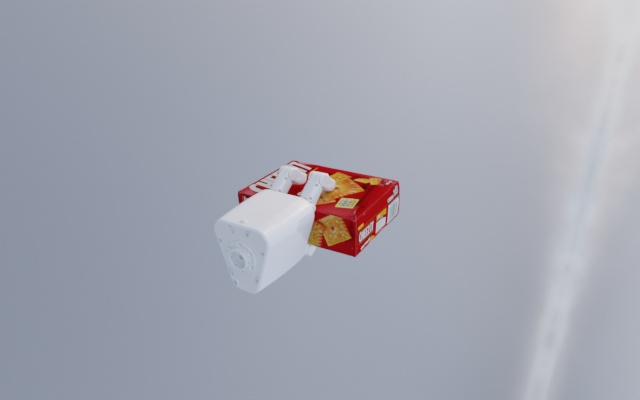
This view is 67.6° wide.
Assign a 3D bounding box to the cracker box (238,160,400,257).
[{"bbox_3d":[0.000,0.003,0.777,0.213,0.072,0.164,14,29,28],"label":"cracker box"}]
